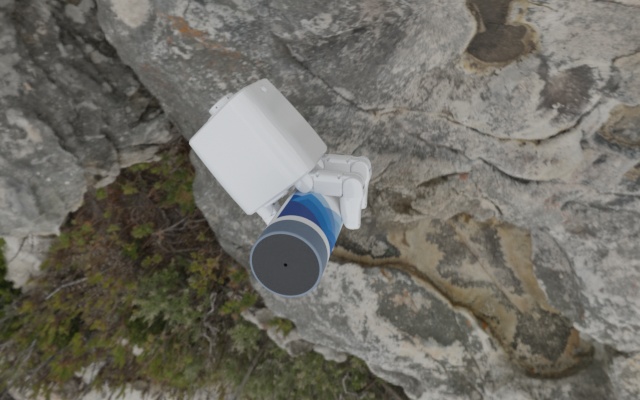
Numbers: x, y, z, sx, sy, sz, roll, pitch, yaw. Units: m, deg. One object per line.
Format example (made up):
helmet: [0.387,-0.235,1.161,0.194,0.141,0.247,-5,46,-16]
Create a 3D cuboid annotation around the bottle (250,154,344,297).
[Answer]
bottle: [0.000,0.002,0.550,0.069,0.069,0.295,0,22,13]
